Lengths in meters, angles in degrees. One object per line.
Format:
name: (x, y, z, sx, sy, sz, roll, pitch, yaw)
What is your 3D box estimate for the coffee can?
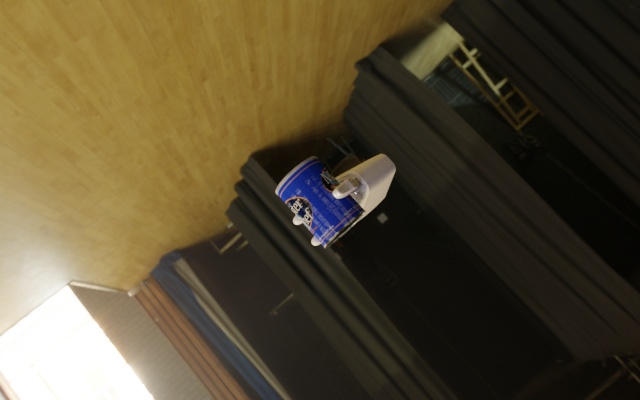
coffee can: (0.000, 0.003, 0.886, 0.103, 0.140, 0.103, -41, -9, -8)
